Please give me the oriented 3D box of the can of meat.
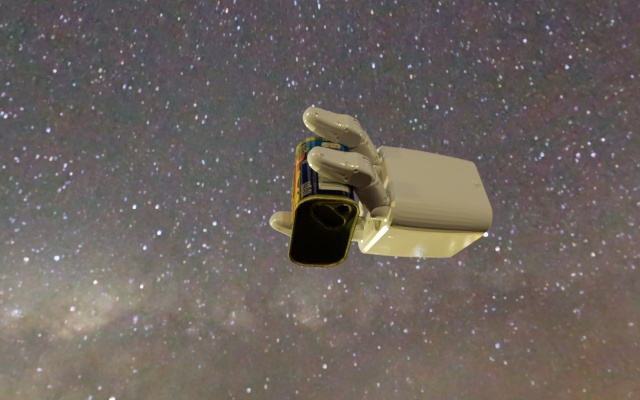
[{"bbox_3d":[0.000,0.001,0.464,0.057,0.083,0.102,3,-42,-7],"label":"can of meat"}]
